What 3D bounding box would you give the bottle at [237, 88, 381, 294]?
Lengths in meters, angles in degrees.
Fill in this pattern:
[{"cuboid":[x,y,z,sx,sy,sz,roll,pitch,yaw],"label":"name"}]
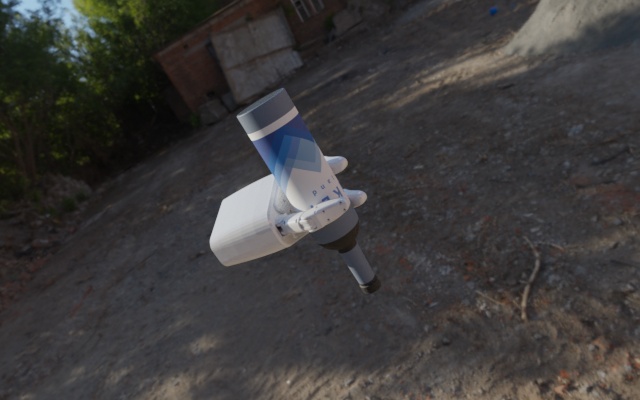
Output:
[{"cuboid":[0.000,0.002,0.616,0.069,0.296,0.069,-28,19,10],"label":"bottle"}]
